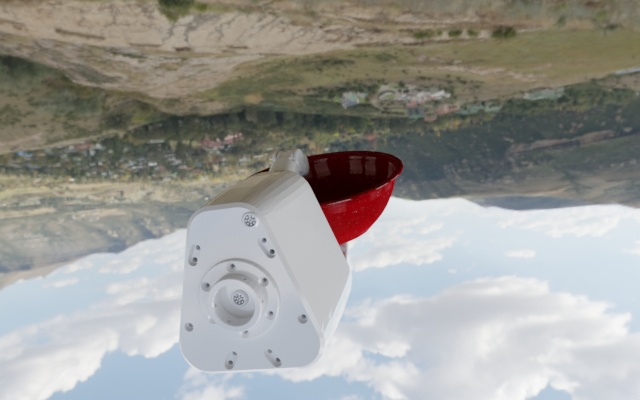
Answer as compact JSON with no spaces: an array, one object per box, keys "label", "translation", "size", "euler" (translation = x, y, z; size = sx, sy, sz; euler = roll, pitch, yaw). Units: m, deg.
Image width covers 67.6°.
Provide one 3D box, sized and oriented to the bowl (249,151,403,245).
[{"label":"bowl","translation":[0.001,0.001,0.453],"size":[0.162,0.055,0.162],"euler":[-10,20,4]}]
